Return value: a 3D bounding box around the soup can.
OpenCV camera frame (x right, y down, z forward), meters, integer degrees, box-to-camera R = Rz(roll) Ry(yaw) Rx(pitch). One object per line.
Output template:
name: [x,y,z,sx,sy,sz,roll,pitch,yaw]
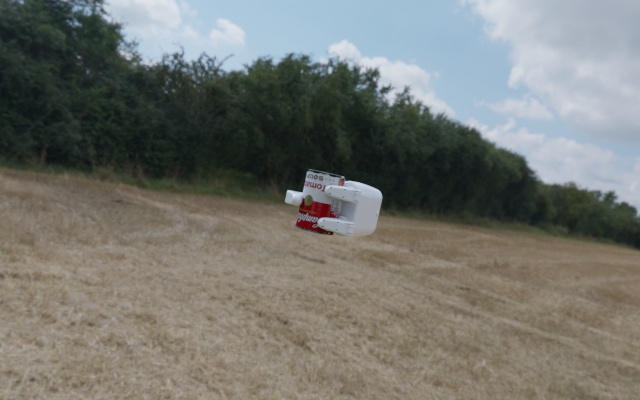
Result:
soup can: [0.000,0.002,0.819,0.068,0.102,0.068,12,3,-1]
